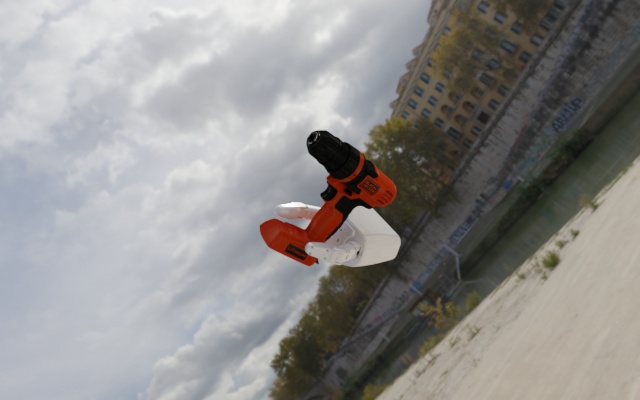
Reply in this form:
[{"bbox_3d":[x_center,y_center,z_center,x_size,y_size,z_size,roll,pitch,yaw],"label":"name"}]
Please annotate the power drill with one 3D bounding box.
[{"bbox_3d":[0.000,0.003,0.694,0.184,0.188,0.057,33,19,-40],"label":"power drill"}]
